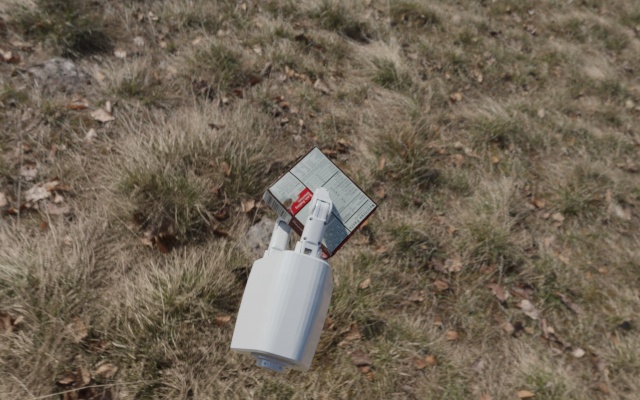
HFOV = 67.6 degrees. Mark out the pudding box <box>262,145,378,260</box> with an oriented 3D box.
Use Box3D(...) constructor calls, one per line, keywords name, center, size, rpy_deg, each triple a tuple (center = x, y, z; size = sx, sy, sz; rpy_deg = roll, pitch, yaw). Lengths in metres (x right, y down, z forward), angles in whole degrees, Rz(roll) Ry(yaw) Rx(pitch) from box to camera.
Box3D(name="pudding box", center=(0.000, 0.002, 0.585), size=(0.090, 0.113, 0.039), rpy_deg=(-44, -3, -22))
